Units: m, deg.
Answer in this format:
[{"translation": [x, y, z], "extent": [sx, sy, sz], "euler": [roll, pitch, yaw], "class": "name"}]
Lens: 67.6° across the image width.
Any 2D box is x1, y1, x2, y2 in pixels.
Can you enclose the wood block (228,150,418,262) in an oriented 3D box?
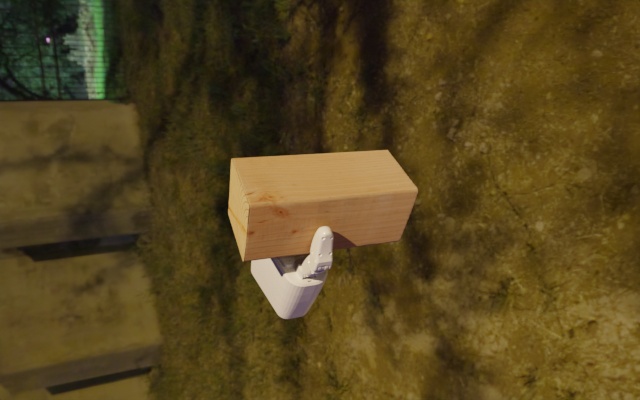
[{"translation": [0.000, 0.002, 0.586], "extent": [0.206, 0.090, 0.090], "euler": [-6, 42, -21], "class": "wood block"}]
